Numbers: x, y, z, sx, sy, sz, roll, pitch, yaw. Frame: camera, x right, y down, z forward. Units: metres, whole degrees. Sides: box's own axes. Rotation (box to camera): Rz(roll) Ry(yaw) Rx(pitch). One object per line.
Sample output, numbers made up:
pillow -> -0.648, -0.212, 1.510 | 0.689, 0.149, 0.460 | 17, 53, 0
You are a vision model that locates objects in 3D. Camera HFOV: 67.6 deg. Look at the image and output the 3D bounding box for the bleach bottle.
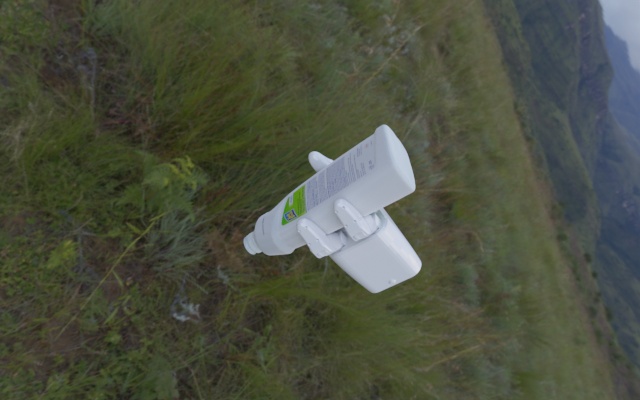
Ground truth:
bleach bottle -> 0.000, 0.002, 0.644 | 0.251, 0.102, 0.068 | -29, -56, 22
